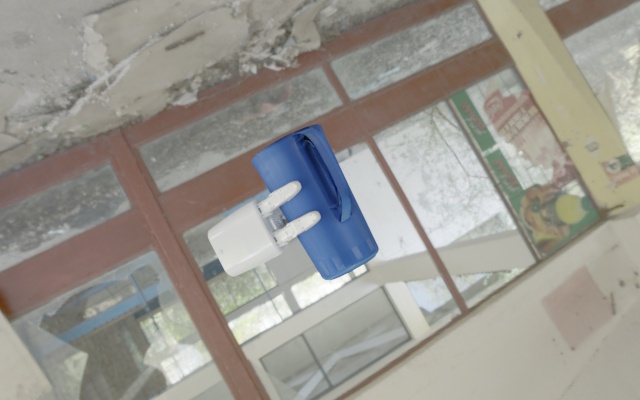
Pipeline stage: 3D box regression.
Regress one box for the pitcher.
[{"bbox_3d":[0.000,0.003,0.790,0.145,0.243,0.149,-30,-3,17],"label":"pitcher"}]
